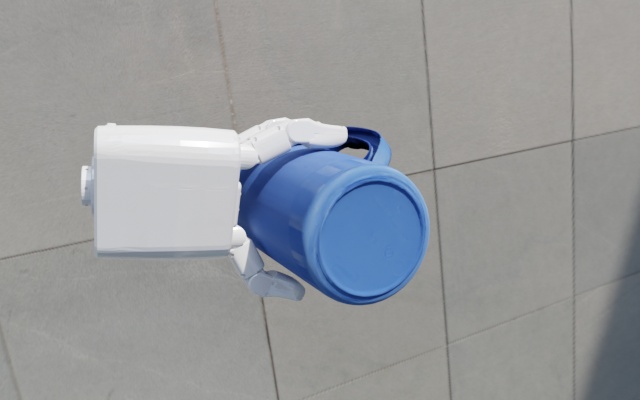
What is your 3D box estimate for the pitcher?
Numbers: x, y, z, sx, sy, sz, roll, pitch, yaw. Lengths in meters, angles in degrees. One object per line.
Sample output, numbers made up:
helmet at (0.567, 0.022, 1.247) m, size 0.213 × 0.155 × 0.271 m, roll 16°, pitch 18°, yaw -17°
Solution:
pitcher at (0.000, 0.002, 0.457) m, size 0.145 × 0.149 × 0.243 m, roll 0°, pitch 9°, yaw -23°
